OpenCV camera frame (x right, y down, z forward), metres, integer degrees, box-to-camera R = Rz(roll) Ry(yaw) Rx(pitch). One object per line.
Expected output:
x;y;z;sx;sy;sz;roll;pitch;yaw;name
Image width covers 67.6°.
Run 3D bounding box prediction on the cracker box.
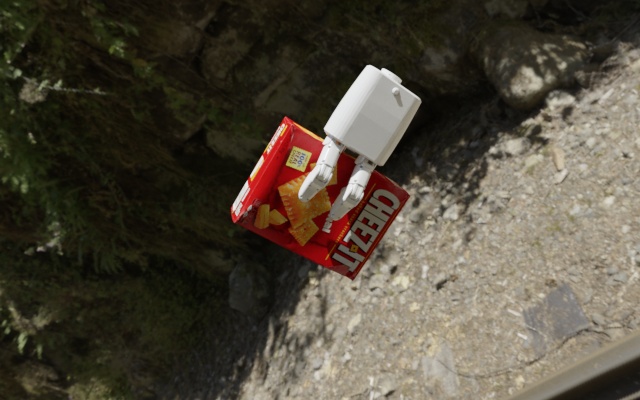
0.000;0.002;0.711;0.214;0.164;0.072;29;11;-20;cracker box
